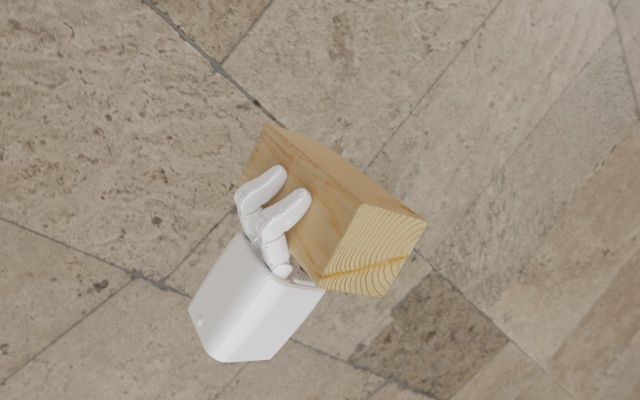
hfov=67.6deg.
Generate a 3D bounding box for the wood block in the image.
[{"bbox_3d":[0.000,0.002,0.510,0.091,0.090,0.206,17,18,-38],"label":"wood block"}]
